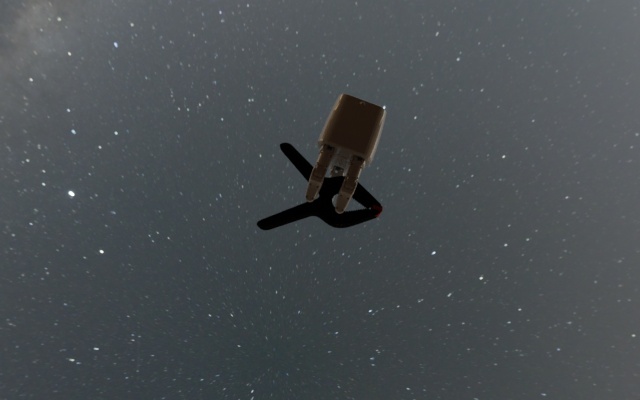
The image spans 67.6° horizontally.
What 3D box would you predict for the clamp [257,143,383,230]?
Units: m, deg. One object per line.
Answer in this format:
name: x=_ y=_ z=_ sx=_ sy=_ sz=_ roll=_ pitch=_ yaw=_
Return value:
clamp: x=0.001 y=0.003 z=0.829 sx=0.210 sy=0.164 sz=0.036 roll=21 pitch=-19 yaw=1
